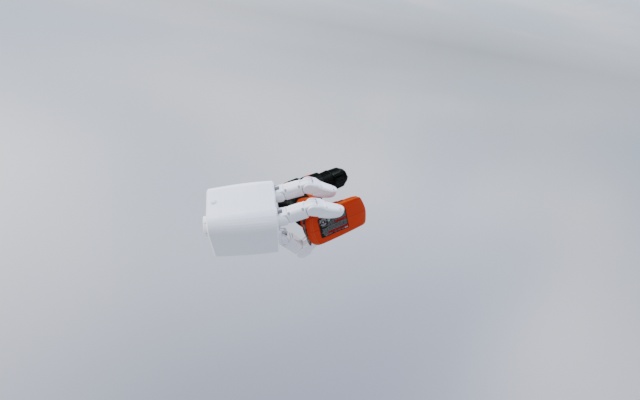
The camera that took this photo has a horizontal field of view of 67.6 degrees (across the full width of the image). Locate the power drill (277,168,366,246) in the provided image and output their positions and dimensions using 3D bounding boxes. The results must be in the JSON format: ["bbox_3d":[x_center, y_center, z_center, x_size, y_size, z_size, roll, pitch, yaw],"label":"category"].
[{"bbox_3d":[0.000,0.003,0.836,0.184,0.057,0.187,-25,25,-19],"label":"power drill"}]
